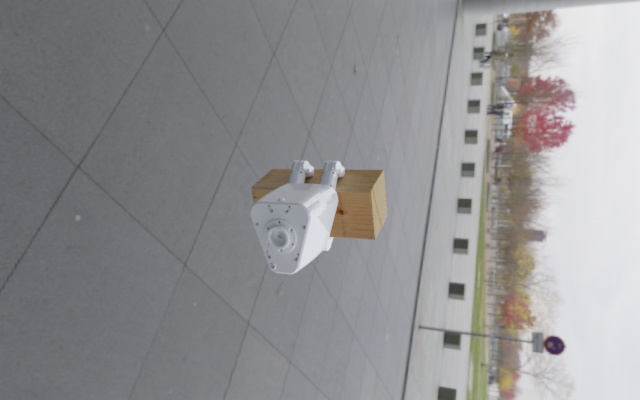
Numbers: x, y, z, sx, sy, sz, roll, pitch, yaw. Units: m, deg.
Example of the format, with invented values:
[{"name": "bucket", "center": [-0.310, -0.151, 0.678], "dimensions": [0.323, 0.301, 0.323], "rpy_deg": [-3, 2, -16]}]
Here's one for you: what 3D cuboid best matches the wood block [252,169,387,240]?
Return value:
[{"name": "wood block", "center": [0.000, 0.003, 0.812], "dimensions": [0.206, 0.091, 0.090], "rpy_deg": [2, 27, 21]}]
